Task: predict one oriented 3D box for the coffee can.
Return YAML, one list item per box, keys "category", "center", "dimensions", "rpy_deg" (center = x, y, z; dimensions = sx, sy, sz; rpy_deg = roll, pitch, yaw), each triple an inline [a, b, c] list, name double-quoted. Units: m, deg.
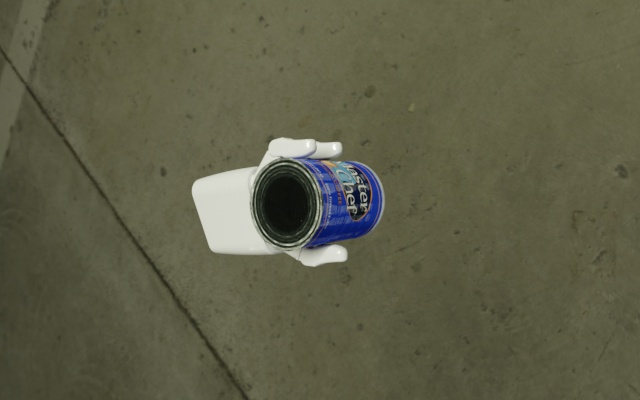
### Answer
- category: "coffee can"
  center: [0.000, 0.002, 0.575]
  dimensions: [0.103, 0.103, 0.140]
  rpy_deg: [0, 2, 35]
